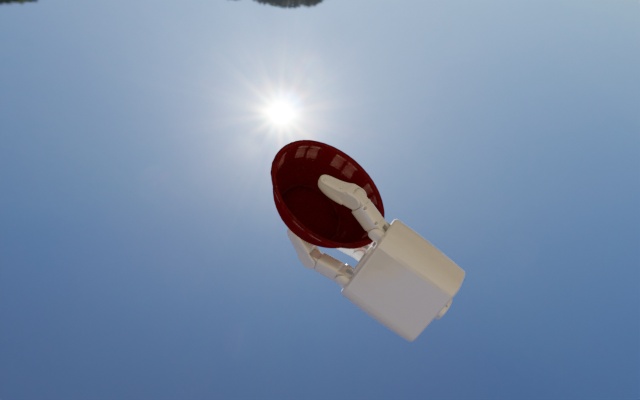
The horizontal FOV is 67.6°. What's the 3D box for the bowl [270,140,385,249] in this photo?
[{"bbox_3d":[-0.001,0.001,0.605,0.162,0.162,0.055,0,-33,-36],"label":"bowl"}]
